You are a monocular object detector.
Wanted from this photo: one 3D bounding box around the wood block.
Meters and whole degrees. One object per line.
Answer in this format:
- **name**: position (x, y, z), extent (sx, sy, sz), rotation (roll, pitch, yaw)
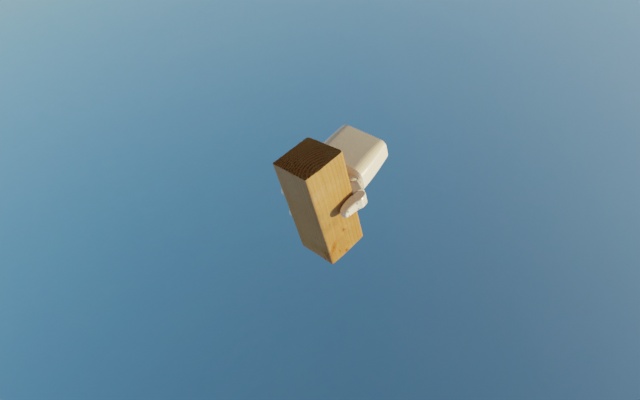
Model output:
- **wood block**: position (0.001, 0.003, 0.866), extent (0.090, 0.206, 0.090), rotation (-40, 45, -24)
